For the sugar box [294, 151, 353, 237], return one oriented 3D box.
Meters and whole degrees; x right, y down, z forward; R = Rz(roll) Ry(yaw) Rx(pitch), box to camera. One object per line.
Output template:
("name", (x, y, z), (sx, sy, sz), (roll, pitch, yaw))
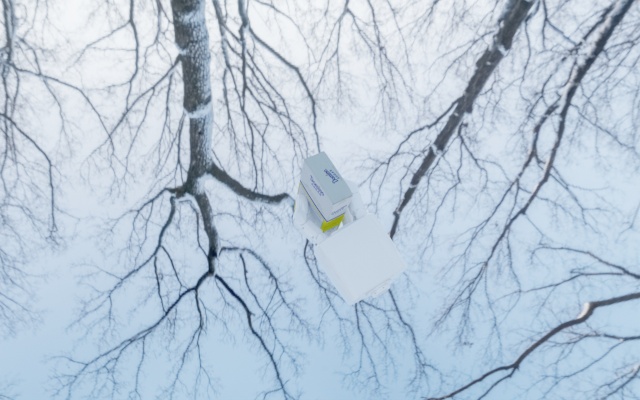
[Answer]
("sugar box", (0.001, 0.003, 0.819), (0.048, 0.093, 0.176), (-25, -20, -23))
